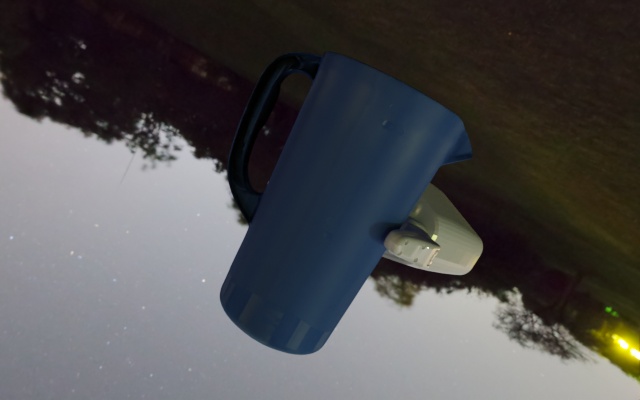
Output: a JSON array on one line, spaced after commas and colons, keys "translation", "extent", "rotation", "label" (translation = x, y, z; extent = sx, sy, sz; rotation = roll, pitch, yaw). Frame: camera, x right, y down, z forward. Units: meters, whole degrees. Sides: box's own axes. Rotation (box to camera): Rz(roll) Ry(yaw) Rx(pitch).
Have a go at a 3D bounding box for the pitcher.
[{"translation": [0.000, 0.001, 0.419], "extent": [0.145, 0.243, 0.149], "rotation": [19, 13, -45], "label": "pitcher"}]
